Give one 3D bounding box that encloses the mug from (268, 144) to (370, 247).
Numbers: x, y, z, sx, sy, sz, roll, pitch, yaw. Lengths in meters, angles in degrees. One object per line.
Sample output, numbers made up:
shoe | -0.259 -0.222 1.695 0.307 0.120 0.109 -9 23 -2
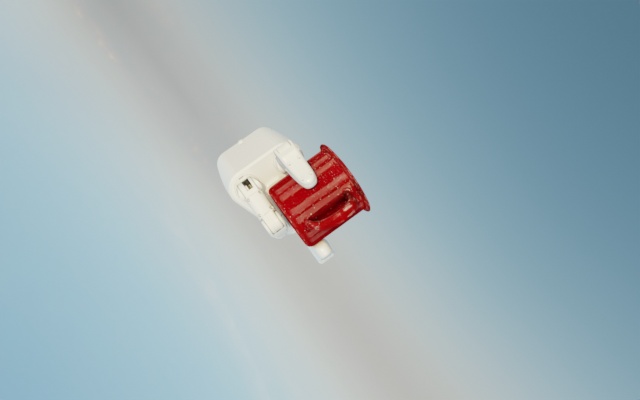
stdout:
mug | 0.000 0.002 0.523 0.081 0.093 0.117 -36 28 -6
